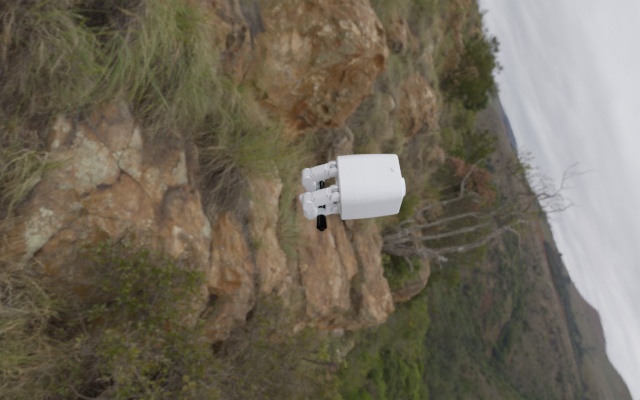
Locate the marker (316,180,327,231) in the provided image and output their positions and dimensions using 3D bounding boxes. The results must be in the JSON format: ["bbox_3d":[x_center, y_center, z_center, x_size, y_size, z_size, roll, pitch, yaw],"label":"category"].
[{"bbox_3d":[0.000,0.003,0.861,0.020,0.121,0.020,-2,-37,-2],"label":"marker"}]
